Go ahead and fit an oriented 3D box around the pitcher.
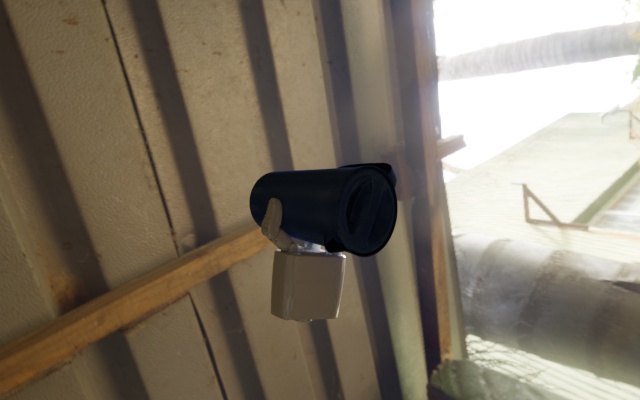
[{"bbox_3d":[0.000,0.003,0.778,0.149,0.145,0.243,5,1,-43],"label":"pitcher"}]
